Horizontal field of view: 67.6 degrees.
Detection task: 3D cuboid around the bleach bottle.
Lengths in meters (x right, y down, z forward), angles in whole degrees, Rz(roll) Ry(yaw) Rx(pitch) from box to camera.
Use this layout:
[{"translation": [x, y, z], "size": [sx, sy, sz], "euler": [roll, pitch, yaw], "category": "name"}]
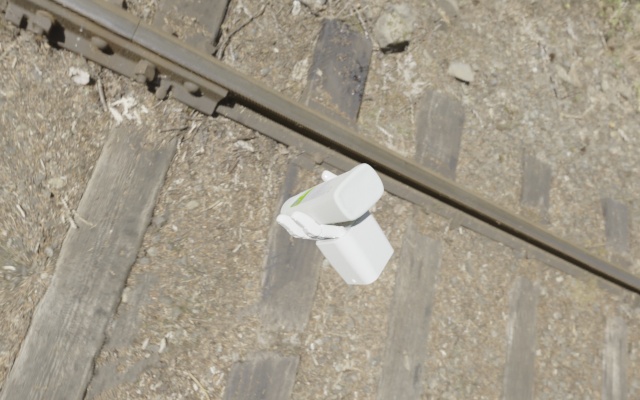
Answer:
[{"translation": [0.000, 0.003, 0.873], "size": [0.102, 0.068, 0.251], "euler": [-42, 14, -28], "category": "bleach bottle"}]
